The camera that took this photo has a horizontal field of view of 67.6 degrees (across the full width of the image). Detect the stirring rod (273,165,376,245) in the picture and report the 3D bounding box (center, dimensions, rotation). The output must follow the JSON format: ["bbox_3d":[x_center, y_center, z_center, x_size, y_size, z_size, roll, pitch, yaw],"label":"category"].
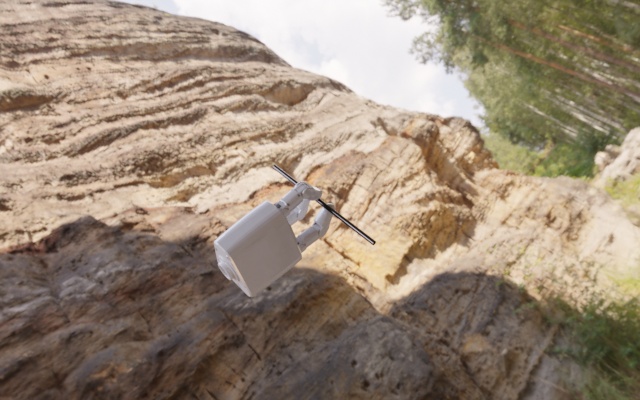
[{"bbox_3d":[0.000,0.003,0.789,0.239,0.011,0.011,37,21,31],"label":"stirring rod"}]
